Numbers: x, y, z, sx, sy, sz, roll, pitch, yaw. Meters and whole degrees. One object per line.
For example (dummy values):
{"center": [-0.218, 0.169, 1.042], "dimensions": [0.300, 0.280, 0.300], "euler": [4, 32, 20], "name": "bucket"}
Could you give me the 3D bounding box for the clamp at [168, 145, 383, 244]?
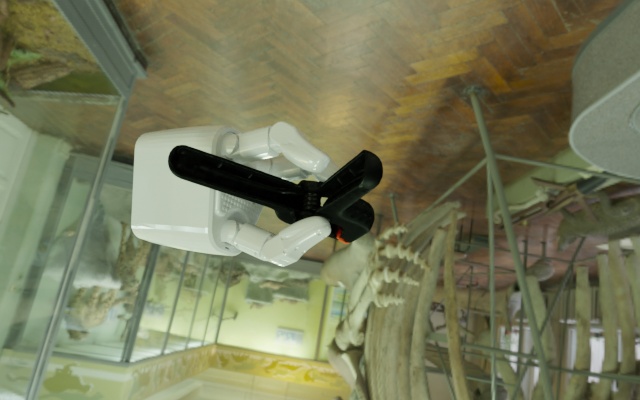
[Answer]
{"center": [0.000, 0.002, 0.407], "dimensions": [0.164, 0.036, 0.210], "euler": [3, -16, 29], "name": "clamp"}
